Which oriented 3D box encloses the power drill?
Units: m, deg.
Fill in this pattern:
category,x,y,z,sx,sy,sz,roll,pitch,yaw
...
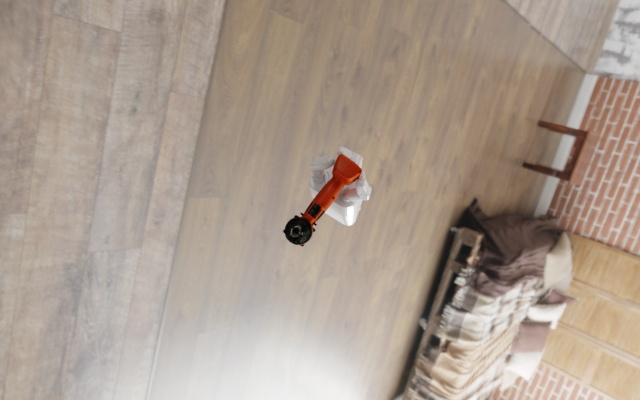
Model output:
category,x,y,z,sx,sy,sz,roll,pitch,yaw
power drill,0.000,0.003,0.895,0.057,0.187,0.184,39,-2,0
